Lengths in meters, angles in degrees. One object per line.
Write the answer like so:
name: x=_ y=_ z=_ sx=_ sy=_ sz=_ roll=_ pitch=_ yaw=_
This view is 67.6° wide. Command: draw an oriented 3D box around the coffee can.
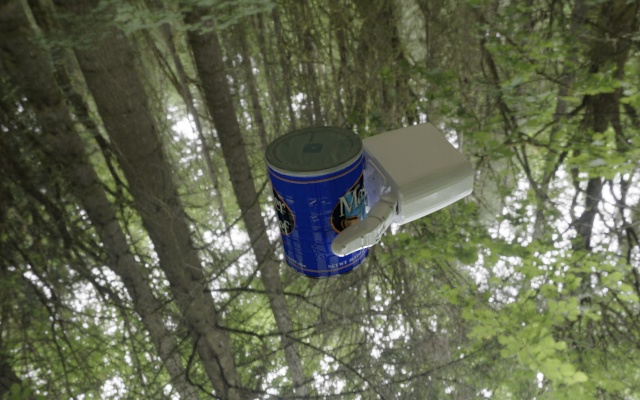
coffee can: x=0.000 y=0.002 z=0.535 sx=0.103 sy=0.140 sz=0.102 roll=-5 pitch=33 yaw=3
